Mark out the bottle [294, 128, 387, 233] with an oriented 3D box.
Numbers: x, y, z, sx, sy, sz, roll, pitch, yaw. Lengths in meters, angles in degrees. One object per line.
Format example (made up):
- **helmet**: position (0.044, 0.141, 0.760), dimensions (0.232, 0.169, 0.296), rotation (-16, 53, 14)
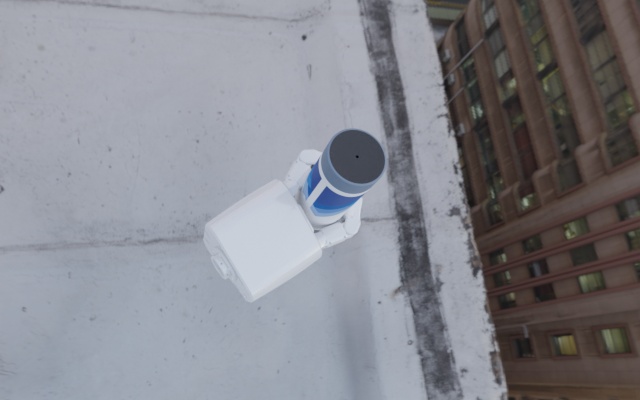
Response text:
- **bottle**: position (0.000, 0.002, 0.633), dimensions (0.069, 0.069, 0.296), rotation (0, -19, -16)
